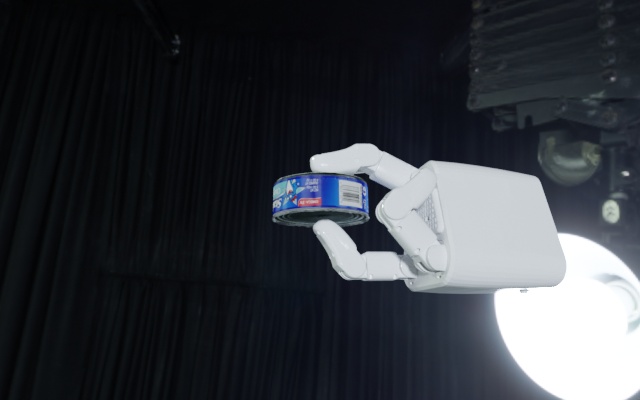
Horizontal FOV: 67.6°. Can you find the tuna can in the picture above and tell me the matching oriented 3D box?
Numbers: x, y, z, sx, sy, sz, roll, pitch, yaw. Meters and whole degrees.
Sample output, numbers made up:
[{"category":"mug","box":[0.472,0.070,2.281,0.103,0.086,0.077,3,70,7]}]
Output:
[{"category":"tuna can","box":[0.000,0.001,0.426,0.086,0.033,0.086,0,-12,0]}]
